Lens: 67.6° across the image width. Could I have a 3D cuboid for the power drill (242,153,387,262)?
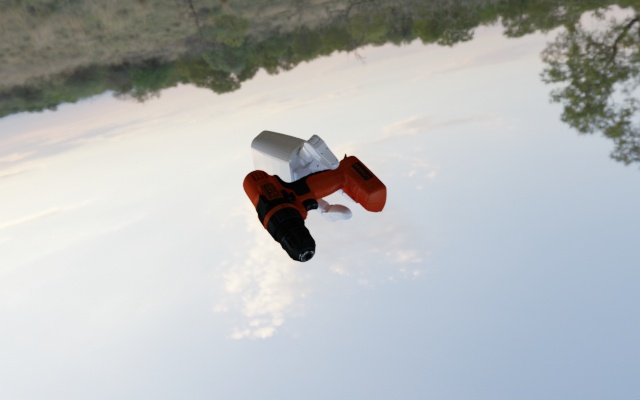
[{"bbox_3d":[0.000,0.002,0.694,0.187,0.057,0.184,-14,44,-26],"label":"power drill"}]
